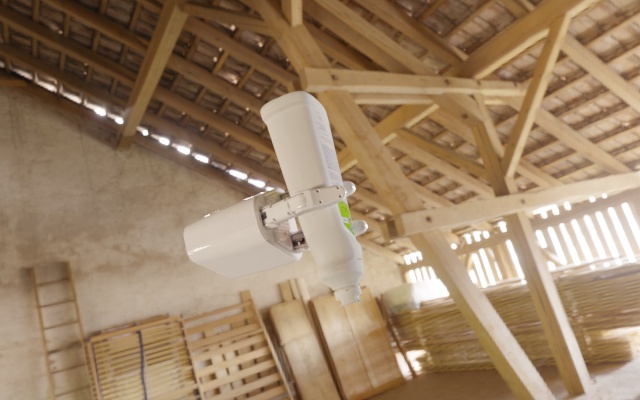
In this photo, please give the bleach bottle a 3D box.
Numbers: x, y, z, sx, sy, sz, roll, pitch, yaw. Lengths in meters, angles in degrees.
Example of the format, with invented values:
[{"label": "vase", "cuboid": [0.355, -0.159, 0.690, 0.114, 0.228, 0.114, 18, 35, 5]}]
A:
[{"label": "bleach bottle", "cuboid": [0.000, 0.002, 0.578, 0.068, 0.250, 0.102, -20, -13, 18]}]
